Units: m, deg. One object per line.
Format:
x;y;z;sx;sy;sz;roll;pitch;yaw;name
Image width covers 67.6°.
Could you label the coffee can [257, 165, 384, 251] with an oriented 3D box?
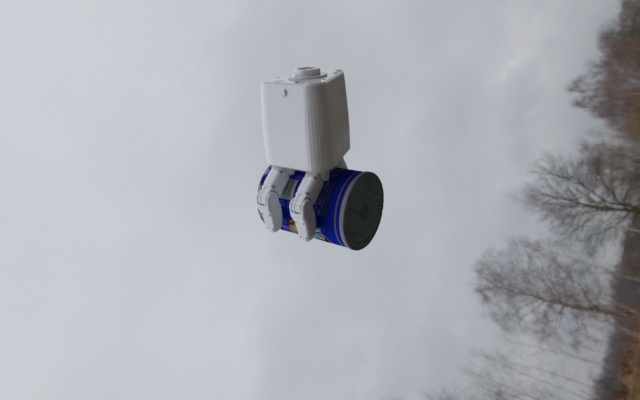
0.000;0.002;0.646;0.140;0.103;0.103;12;7;33;coffee can
